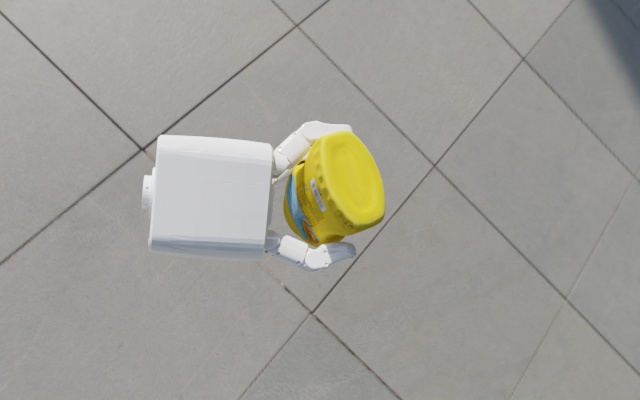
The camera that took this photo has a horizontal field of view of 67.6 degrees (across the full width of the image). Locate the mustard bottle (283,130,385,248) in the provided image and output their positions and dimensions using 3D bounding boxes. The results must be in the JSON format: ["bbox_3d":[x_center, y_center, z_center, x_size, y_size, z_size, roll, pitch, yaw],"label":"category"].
[{"bbox_3d":[0.000,0.002,0.520,0.058,0.096,0.192,-20,-7,-23],"label":"mustard bottle"}]
